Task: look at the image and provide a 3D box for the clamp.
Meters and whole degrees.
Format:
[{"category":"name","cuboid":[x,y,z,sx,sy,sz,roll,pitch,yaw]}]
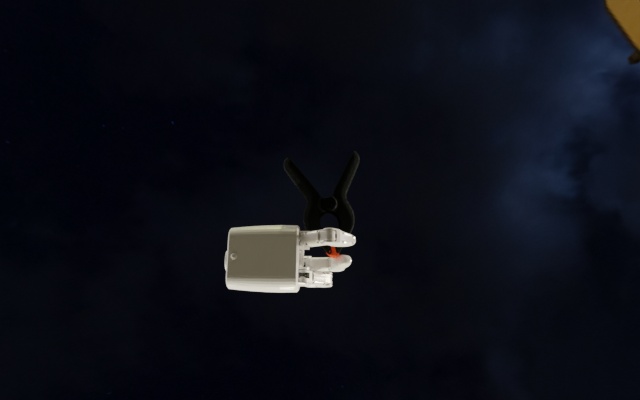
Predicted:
[{"category":"clamp","cuboid":[0.000,0.003,0.744,0.120,0.171,0.039,1,-15,4]}]
